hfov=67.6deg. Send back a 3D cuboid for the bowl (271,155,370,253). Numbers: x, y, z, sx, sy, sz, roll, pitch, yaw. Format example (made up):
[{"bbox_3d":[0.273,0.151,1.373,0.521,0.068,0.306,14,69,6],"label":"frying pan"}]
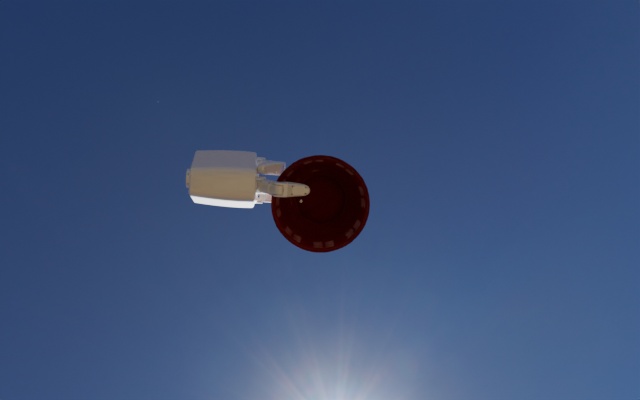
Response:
[{"bbox_3d":[0.001,0.003,0.800,0.162,0.162,0.055,0,10,1],"label":"bowl"}]
